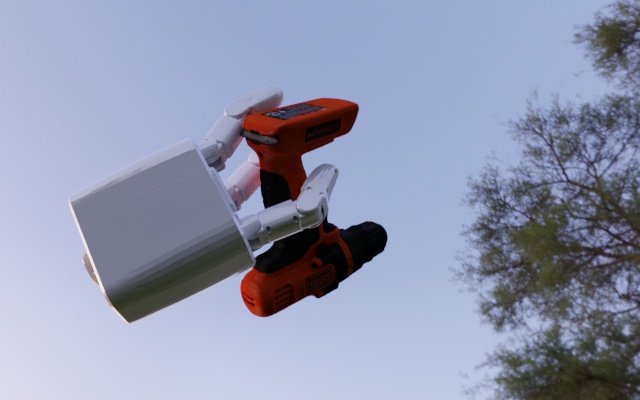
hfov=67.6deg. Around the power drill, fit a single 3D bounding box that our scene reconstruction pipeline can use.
[{"bbox_3d":[0.000,0.001,0.459,0.184,0.188,0.057,-23,29,-39],"label":"power drill"}]
